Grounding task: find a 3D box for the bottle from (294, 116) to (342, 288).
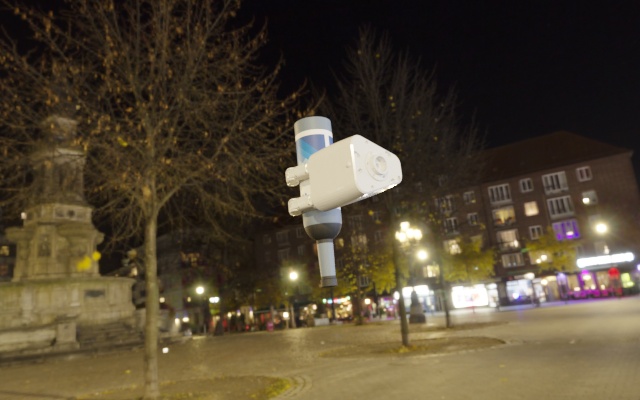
[{"bbox_3d":[0.000,0.003,0.837,0.069,0.295,0.069,-6,-13,-1],"label":"bottle"}]
